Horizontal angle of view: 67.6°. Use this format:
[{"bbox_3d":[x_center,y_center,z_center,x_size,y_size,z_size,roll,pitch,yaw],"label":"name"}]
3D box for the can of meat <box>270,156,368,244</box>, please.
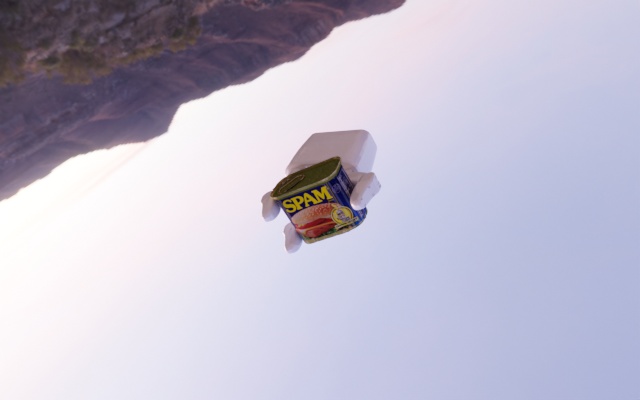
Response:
[{"bbox_3d":[0.000,0.002,0.624,0.102,0.084,0.057,-19,26,27],"label":"can of meat"}]
